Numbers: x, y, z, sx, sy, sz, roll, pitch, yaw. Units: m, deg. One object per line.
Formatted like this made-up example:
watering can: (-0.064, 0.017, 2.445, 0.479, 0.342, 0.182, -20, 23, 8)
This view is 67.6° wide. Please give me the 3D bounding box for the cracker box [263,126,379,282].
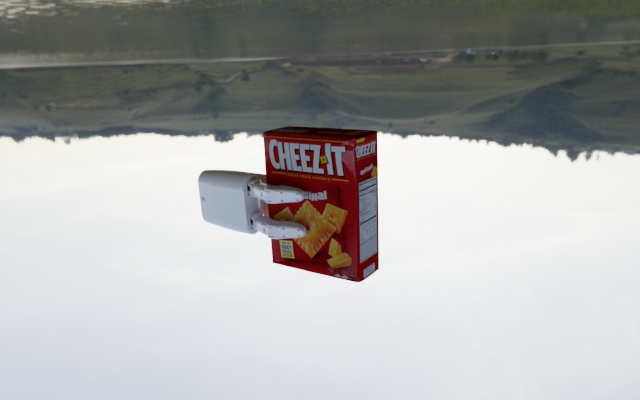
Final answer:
cracker box: (0.000, 0.002, 0.715, 0.164, 0.214, 0.072, 9, 20, 33)
